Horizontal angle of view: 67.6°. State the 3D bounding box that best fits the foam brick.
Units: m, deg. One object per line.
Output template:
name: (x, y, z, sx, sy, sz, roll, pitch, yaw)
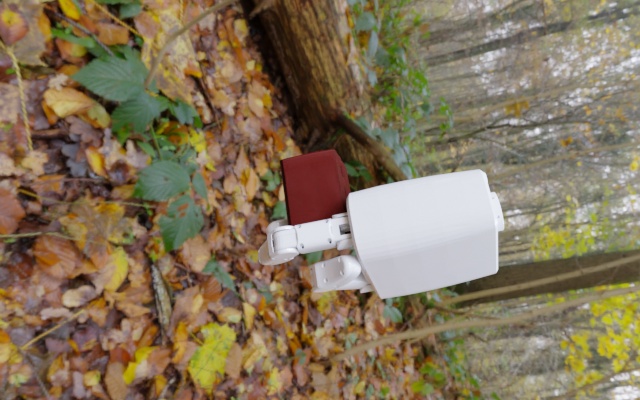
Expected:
foam brick: (0.000, 0.001, 0.429, 0.051, 0.078, 0.053, -14, -19, 13)
